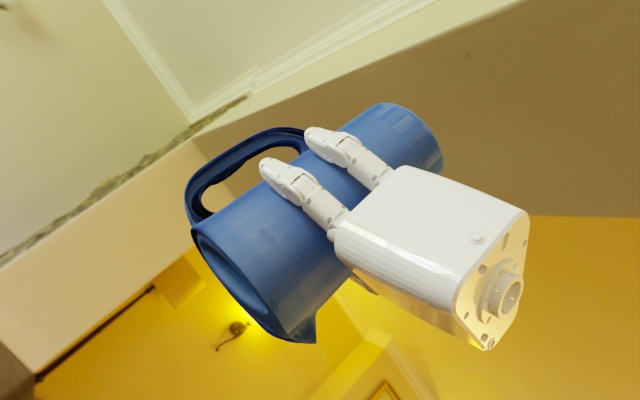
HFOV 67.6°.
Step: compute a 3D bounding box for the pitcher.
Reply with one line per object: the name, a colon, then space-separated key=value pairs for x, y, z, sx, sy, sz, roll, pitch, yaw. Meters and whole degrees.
pitcher: x=0.000 y=0.002 z=0.467 sx=0.242 sy=0.149 sz=0.145 roll=-40 pitch=41 yaw=-23
